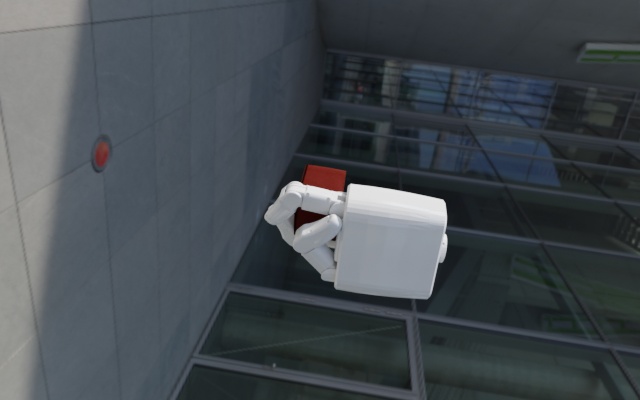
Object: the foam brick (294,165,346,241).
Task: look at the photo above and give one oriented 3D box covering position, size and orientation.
[{"bbox_3d":[0.000,0.002,0.570,0.051,0.053,0.078,7,38,4],"label":"foam brick"}]
